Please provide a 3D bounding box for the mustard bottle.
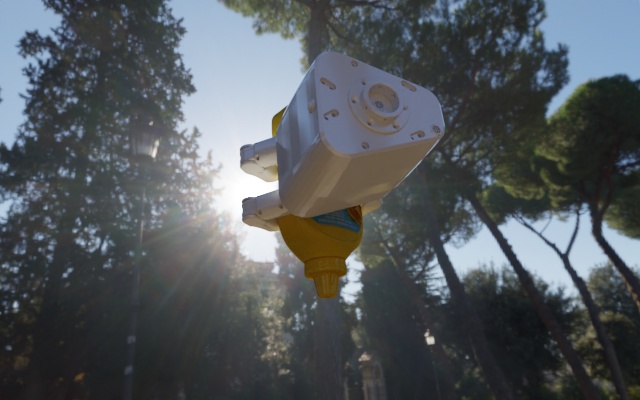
[{"bbox_3d":[0.000,0.001,0.481,0.096,0.191,0.058,16,-31,-41],"label":"mustard bottle"}]
